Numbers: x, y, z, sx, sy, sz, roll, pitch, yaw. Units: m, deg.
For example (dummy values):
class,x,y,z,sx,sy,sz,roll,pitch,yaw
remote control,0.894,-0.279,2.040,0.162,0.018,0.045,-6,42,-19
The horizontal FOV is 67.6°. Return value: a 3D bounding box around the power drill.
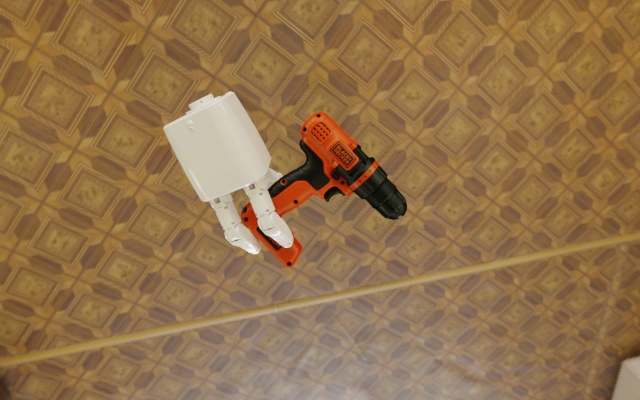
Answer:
class,x,y,z,sx,sy,sz,roll,pitch,yaw
power drill,0.000,0.002,0.654,0.187,0.184,0.057,-44,3,4
